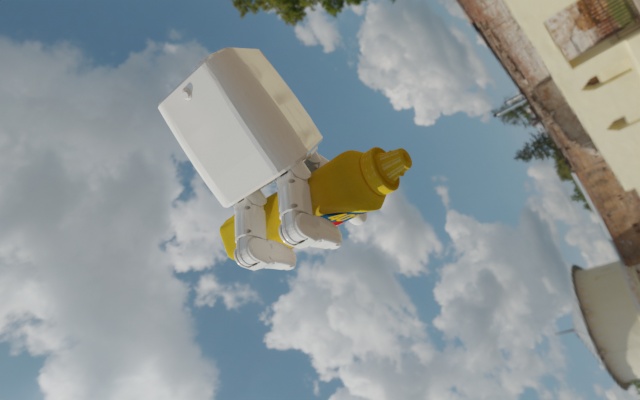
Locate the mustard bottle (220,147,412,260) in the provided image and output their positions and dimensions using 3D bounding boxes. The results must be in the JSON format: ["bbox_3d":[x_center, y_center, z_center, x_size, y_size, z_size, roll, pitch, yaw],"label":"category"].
[{"bbox_3d":[0.000,0.002,0.443,0.192,0.058,0.096,-28,-14,34],"label":"mustard bottle"}]
